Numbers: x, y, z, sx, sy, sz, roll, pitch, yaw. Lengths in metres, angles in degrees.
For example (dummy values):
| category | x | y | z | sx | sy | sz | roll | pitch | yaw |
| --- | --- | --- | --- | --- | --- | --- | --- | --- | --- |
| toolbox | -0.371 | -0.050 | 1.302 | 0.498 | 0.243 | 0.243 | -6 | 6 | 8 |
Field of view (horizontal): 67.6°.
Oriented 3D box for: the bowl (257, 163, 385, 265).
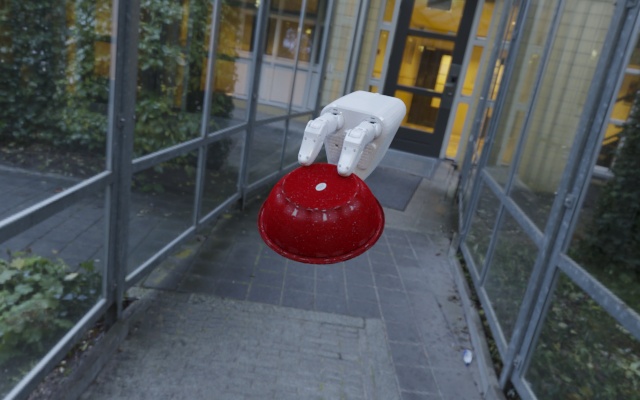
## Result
| category | x | y | z | sx | sy | sz | roll | pitch | yaw |
| --- | --- | --- | --- | --- | --- | --- | --- | --- | --- |
| bowl | 0.000 | 0.002 | 0.588 | 0.162 | 0.055 | 0.162 | -1 | 41 | 1 |
